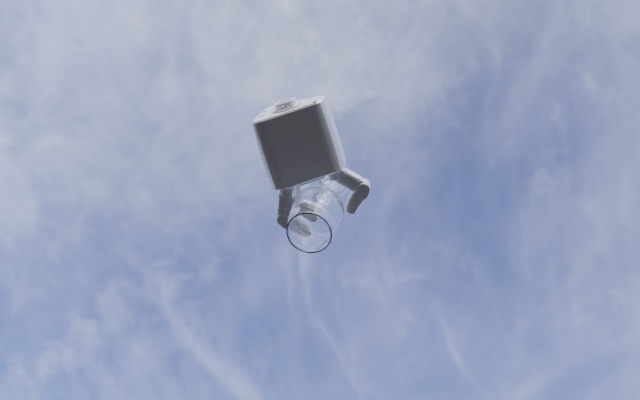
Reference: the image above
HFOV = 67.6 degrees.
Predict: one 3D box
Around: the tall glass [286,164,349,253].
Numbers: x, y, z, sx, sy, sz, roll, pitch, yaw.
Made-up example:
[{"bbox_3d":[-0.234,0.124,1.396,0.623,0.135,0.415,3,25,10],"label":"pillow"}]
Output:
[{"bbox_3d":[0.000,0.002,0.719,0.079,0.079,0.201,0,25,10],"label":"tall glass"}]
